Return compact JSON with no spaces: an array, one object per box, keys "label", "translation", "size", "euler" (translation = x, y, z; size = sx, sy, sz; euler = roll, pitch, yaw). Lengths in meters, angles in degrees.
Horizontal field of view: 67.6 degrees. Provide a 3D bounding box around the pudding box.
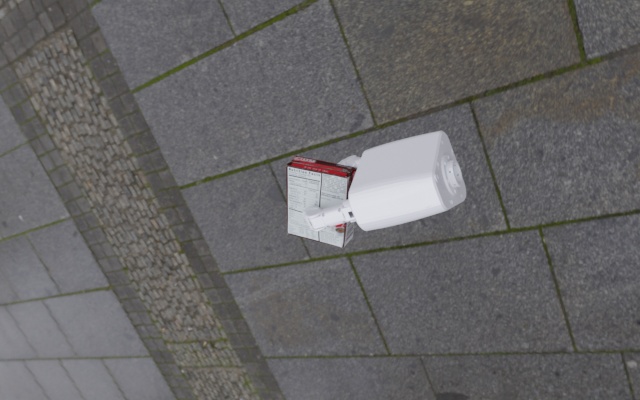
[{"label":"pudding box","translation":[0.000,0.002,0.647],"size":[0.090,0.113,0.039],"euler":[14,30,20]}]
